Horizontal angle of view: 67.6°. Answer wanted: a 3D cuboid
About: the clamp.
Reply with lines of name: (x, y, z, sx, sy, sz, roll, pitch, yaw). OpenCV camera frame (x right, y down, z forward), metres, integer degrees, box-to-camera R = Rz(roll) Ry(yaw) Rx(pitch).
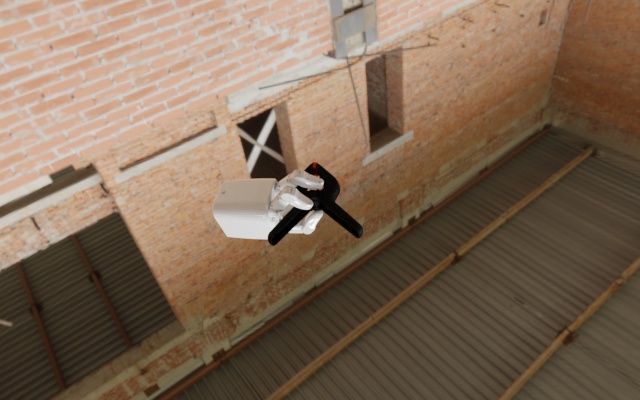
clamp: (0.000, 0.003, 0.883, 0.164, 0.036, 0.209, 0, 42, 9)
